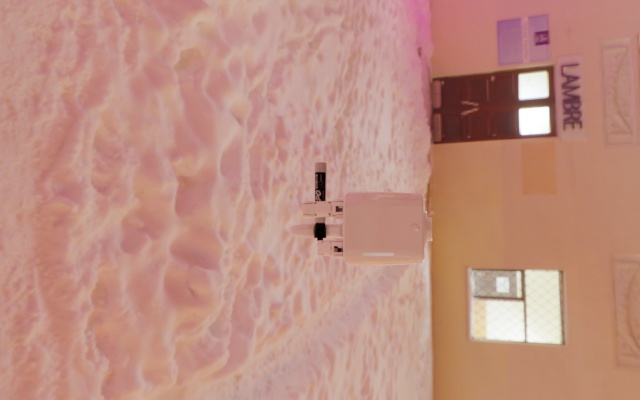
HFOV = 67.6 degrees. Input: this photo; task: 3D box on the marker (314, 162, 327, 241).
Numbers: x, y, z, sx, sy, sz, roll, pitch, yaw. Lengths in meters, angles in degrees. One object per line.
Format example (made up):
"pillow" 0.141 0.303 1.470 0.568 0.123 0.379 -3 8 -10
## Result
"marker" 0.000 0.002 0.730 0.020 0.121 0.020 1 -5 0
